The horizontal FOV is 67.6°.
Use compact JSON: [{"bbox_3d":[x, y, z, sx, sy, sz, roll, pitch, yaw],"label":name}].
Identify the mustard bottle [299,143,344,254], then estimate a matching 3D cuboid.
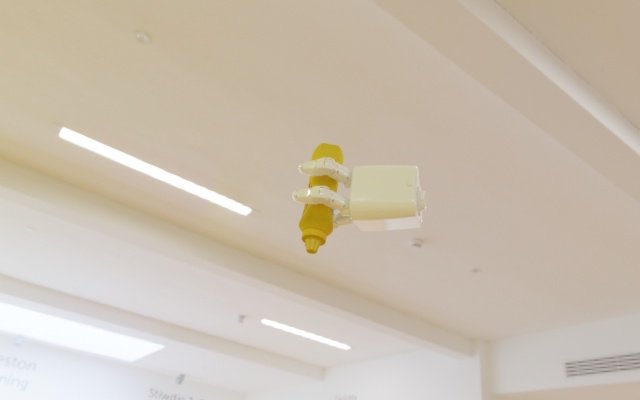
[{"bbox_3d":[0.000,0.002,0.816,0.058,0.191,0.096,11,-32,-3],"label":"mustard bottle"}]
